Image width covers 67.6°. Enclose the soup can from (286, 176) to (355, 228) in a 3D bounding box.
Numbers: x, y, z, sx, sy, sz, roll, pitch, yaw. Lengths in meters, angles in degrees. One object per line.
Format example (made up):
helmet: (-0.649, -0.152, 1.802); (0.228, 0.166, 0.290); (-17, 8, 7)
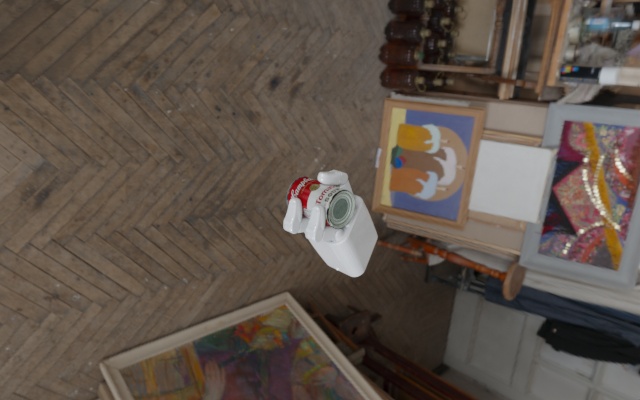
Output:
soup can: (0.000, 0.002, 0.816); (0.102, 0.068, 0.068); (20, 13, 42)
